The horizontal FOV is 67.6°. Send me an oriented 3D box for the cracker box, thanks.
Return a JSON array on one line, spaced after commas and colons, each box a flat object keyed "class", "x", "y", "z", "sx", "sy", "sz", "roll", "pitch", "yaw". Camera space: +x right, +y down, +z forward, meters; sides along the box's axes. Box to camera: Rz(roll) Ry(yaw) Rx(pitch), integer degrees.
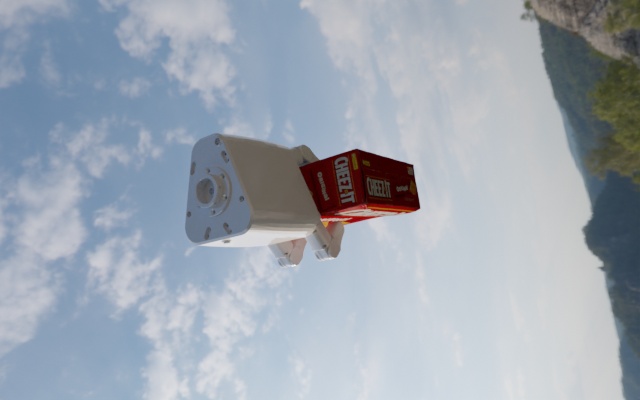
[{"class": "cracker box", "x": 0.000, "y": 0.002, "z": 0.626, "sx": 0.214, "sy": 0.072, "sz": 0.164, "roll": -14, "pitch": -10, "yaw": 32}]
